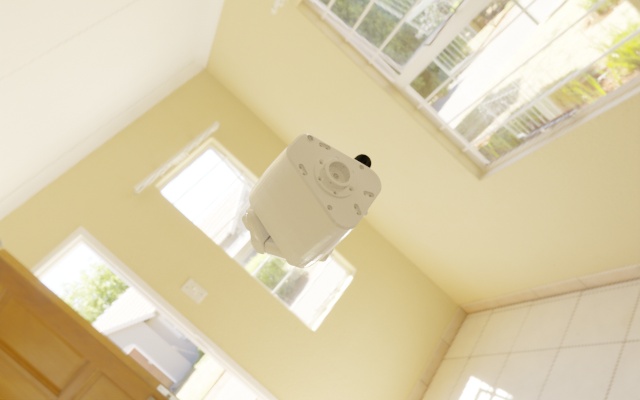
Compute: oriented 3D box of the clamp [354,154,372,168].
[{"bbox_3d":[0.000,0.002,0.638,0.171,0.039,0.120,-50,3,-40],"label":"clamp"}]
